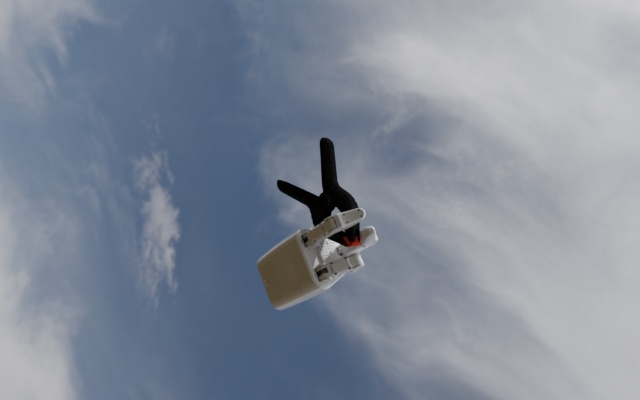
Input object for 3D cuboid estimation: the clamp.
[{"bbox_3d":[0.001,0.002,0.739,0.120,0.171,0.039,-34,-20,34],"label":"clamp"}]
